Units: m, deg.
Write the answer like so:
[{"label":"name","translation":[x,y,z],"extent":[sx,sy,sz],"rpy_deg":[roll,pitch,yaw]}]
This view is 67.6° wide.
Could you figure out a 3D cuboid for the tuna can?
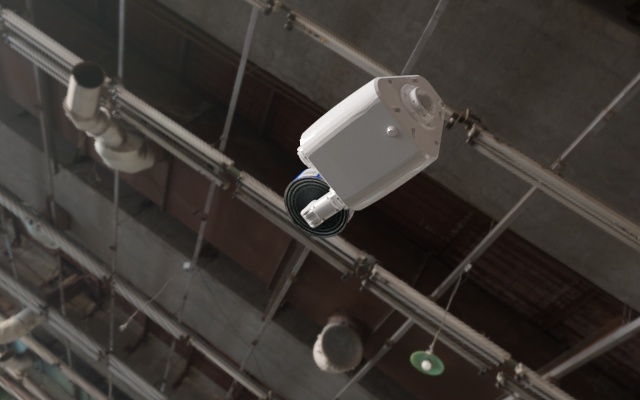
[{"label":"tuna can","translation":[0.000,0.002,0.592],"extent":[0.086,0.086,0.033],"rpy_deg":[0,29,28]}]
